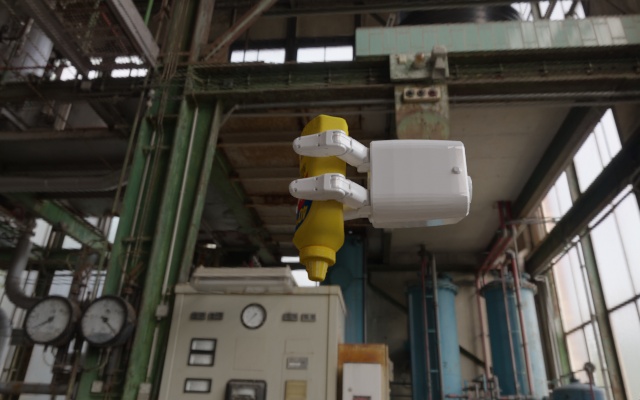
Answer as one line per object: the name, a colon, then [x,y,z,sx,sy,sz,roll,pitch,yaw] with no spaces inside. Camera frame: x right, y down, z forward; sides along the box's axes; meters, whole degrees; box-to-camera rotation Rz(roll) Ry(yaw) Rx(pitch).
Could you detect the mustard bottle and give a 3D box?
mustard bottle: [0.000,0.002,0.568,0.058,0.191,0.096,9,-26,-13]
